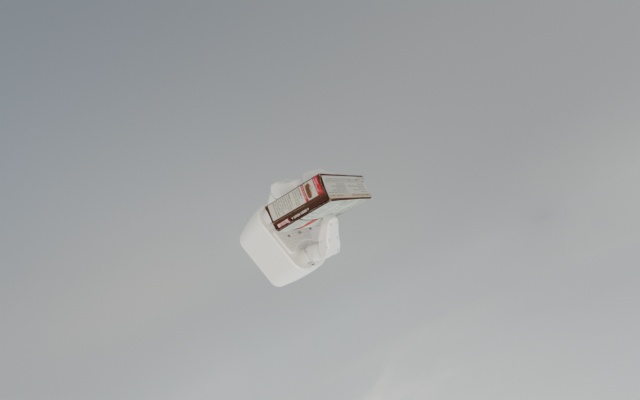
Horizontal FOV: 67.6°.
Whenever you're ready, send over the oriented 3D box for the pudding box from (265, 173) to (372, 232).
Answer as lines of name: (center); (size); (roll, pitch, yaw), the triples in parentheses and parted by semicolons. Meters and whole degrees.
pudding box: (0.000, 0.002, 0.604); (0.090, 0.039, 0.113); (-31, -13, 28)
